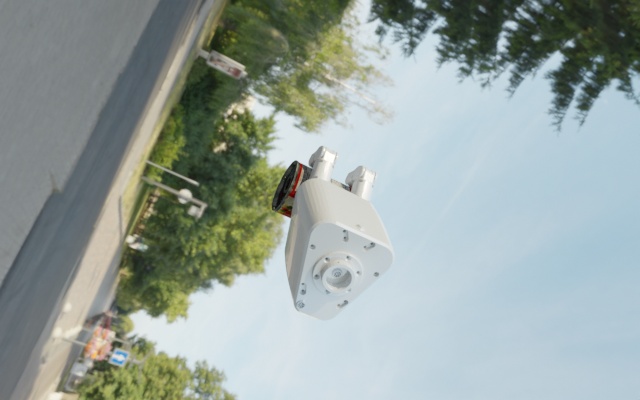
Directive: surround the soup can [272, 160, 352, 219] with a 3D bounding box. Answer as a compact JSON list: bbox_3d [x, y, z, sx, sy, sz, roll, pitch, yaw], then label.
[{"bbox_3d":[0.000,0.002,0.591,0.102,0.068,0.068,25,-7,-16],"label":"soup can"}]
